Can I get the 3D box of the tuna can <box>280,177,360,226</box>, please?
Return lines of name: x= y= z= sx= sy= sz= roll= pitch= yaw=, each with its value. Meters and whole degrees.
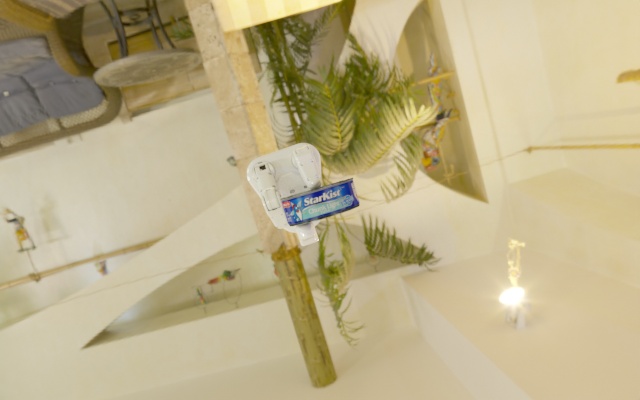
tuna can: x=0.000 y=0.002 z=0.540 sx=0.086 sy=0.034 sz=0.086 roll=-16 pitch=2 yaw=0
